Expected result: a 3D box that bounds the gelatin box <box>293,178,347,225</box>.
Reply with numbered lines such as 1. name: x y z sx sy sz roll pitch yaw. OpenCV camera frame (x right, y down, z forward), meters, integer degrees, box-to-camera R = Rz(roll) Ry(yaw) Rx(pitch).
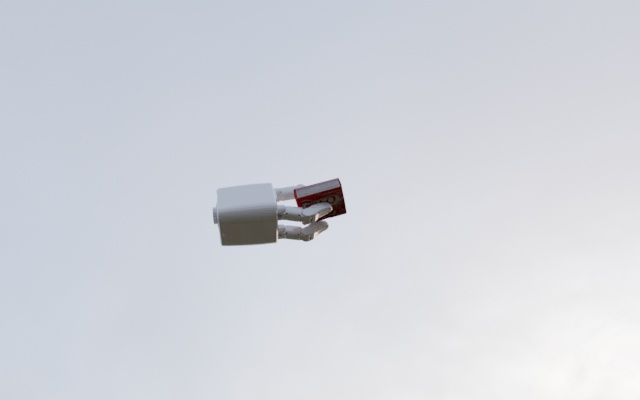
1. gelatin box: 0.000 0.003 0.894 0.089 0.073 0.030 -15 44 -2
